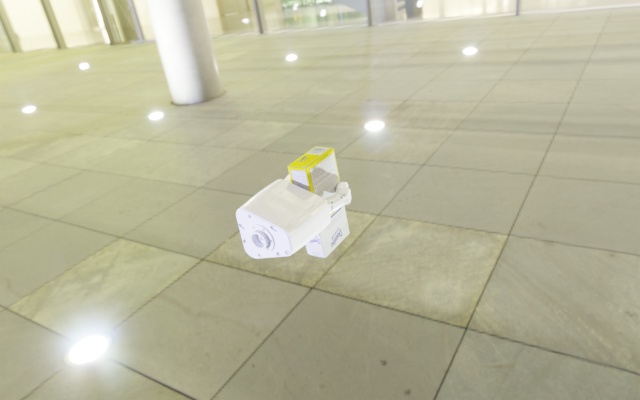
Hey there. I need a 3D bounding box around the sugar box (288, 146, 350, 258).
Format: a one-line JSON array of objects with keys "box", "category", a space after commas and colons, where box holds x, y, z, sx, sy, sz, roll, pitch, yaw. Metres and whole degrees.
[{"box": [0.000, 0.003, 0.844, 0.048, 0.176, 0.093, 9, 31, 32], "category": "sugar box"}]
